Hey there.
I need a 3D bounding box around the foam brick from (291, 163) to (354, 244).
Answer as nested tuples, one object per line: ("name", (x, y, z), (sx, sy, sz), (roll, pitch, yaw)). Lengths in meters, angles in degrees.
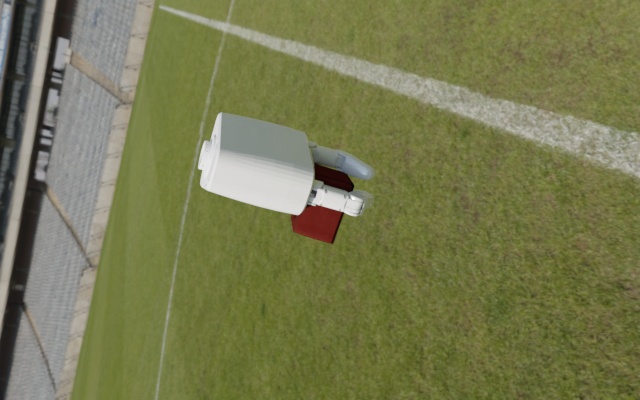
("foam brick", (0.000, 0.002, 0.570), (0.051, 0.078, 0.053), (15, 17, -13))
